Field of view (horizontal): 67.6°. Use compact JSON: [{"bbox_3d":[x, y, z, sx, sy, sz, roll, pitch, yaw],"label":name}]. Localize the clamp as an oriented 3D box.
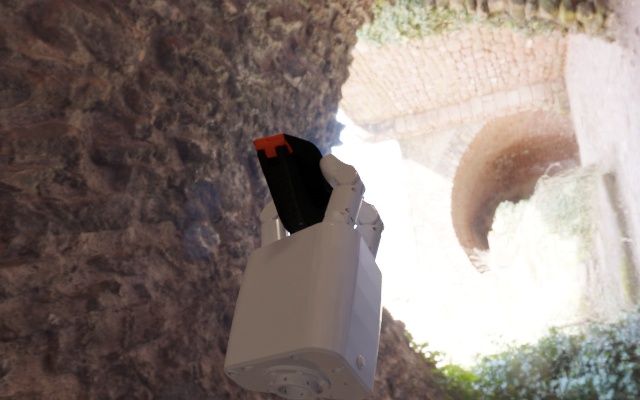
[{"bbox_3d":[-0.001,0.001,0.469,0.036,0.164,0.210,-10,-44,22],"label":"clamp"}]
